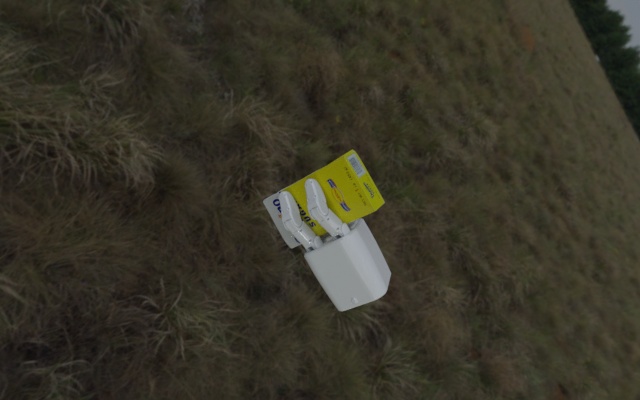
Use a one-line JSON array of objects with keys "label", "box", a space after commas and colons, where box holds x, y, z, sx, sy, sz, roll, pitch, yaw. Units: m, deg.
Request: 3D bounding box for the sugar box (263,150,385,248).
[{"label": "sugar box", "box": [0.000, 0.003, 0.733, 0.176, 0.093, 0.048, -28, 3, 33]}]
